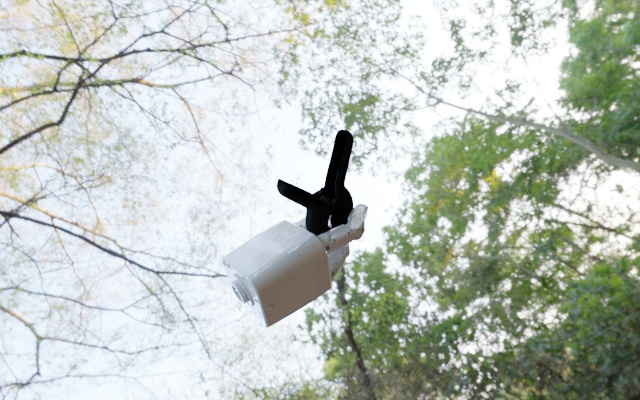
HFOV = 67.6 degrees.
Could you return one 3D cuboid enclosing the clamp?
[{"bbox_3d":[0.000,0.002,0.624,0.120,0.172,0.039,-30,44,-24],"label":"clamp"}]
